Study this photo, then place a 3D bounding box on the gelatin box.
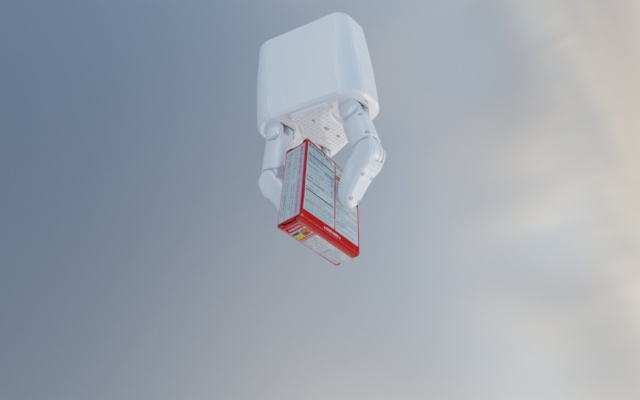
[{"bbox_3d":[0.000,0.001,0.416,0.030,0.089,0.073,-29,-49,31],"label":"gelatin box"}]
